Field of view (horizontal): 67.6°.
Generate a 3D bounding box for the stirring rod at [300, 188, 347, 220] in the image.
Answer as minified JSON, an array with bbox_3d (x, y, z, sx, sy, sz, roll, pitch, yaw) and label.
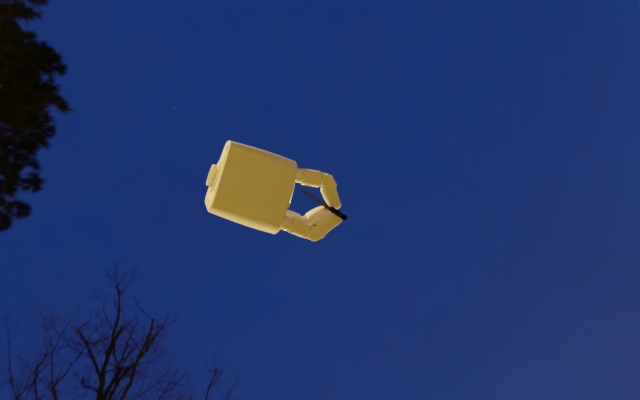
[{"bbox_3d":[0.000,0.003,0.798,0.011,0.011,0.239,0,10,-17],"label":"stirring rod"}]
